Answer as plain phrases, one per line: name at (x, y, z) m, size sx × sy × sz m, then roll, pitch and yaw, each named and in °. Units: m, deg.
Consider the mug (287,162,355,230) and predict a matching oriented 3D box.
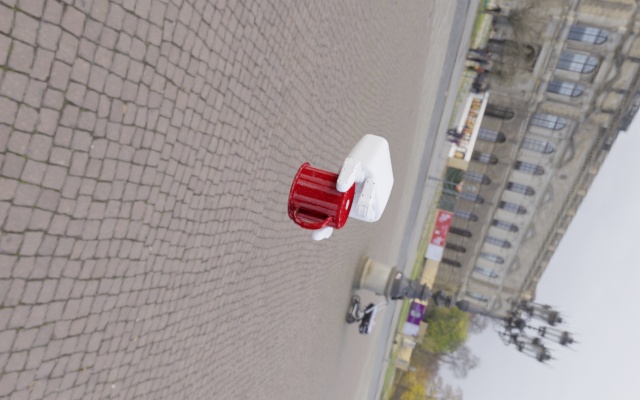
mug at (0.000, 0.003, 0.725) m, size 0.081 × 0.093 × 0.117 m, roll 16°, pitch 40°, yaw 14°
